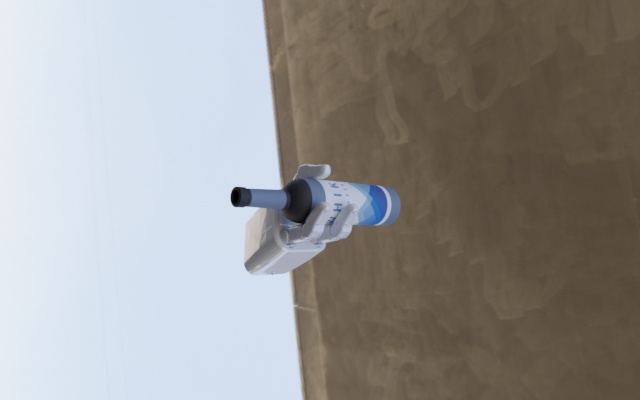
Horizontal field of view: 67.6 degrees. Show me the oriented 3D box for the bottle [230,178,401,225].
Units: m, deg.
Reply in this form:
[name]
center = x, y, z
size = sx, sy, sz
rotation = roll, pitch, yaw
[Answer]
[bottle]
center = 0.000, 0.002, 0.717
size = 0.296, 0.069, 0.069
rotation = 4, -2, -41
